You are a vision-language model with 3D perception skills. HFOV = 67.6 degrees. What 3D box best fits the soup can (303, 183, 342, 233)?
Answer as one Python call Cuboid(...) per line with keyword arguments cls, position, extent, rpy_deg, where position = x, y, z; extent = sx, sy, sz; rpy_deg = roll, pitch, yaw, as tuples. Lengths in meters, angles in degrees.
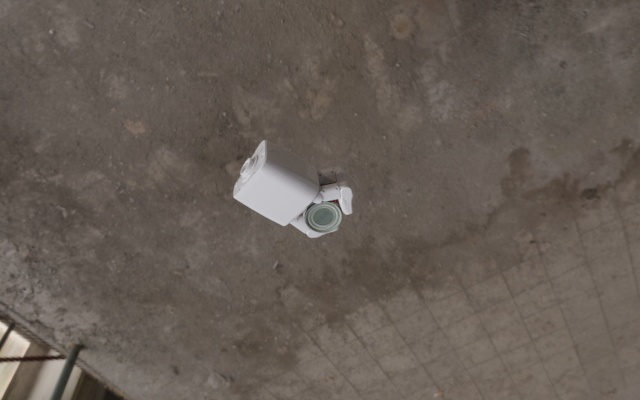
Cuboid(cls="soup can", position=(0.000, 0.003, 0.857), extent=(0.068, 0.068, 0.102), rpy_deg=(0, 32, -7))
